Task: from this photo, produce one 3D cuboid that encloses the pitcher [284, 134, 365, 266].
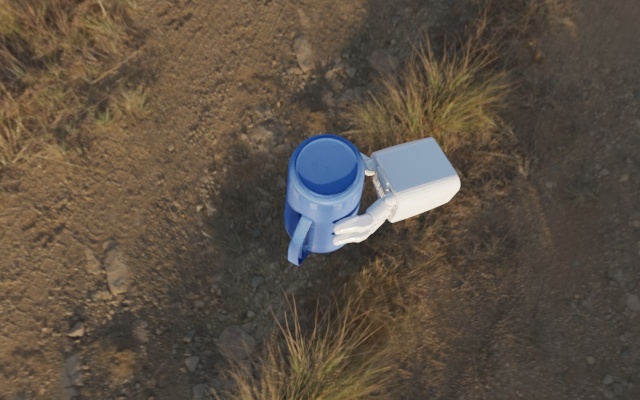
[{"bbox_3d":[0.000,0.002,0.766,0.145,0.149,0.243,-15,-18,-7],"label":"pitcher"}]
